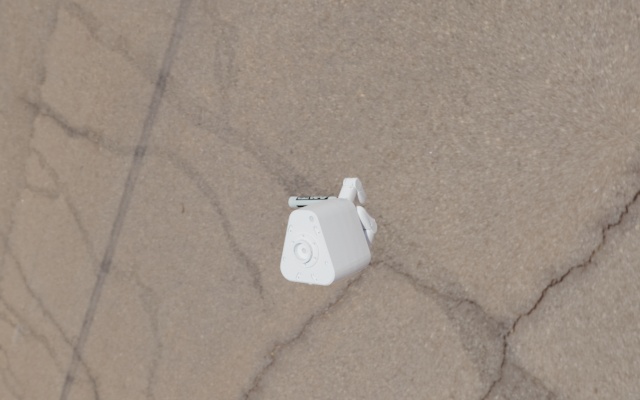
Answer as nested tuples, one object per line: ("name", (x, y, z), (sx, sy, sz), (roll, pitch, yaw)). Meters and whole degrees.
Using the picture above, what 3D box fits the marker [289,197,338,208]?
("marker", (0.000, 0.003, 0.802), (0.121, 0.020, 0.020), (0, 0, 32))
